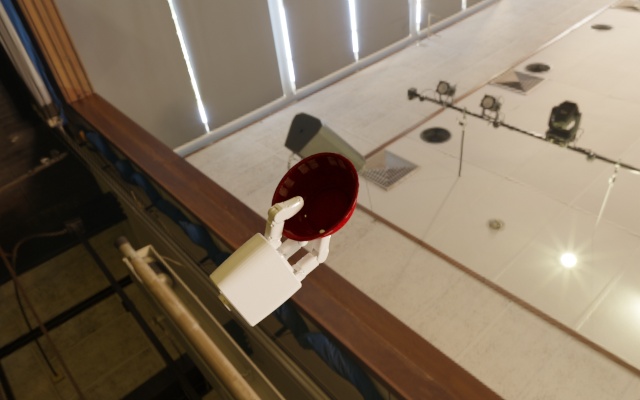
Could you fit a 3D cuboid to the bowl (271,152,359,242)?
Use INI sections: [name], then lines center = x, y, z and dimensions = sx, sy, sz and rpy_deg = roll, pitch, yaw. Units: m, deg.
[bowl]
center = 0.001, 0.002, 0.785
dimensions = 0.162, 0.162, 0.055
rpy_deg = 0, -27, 33
